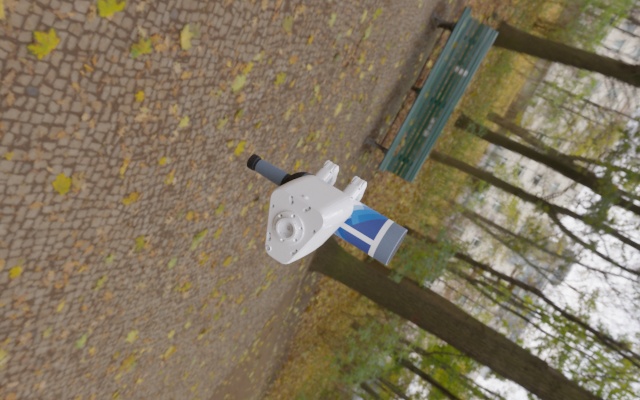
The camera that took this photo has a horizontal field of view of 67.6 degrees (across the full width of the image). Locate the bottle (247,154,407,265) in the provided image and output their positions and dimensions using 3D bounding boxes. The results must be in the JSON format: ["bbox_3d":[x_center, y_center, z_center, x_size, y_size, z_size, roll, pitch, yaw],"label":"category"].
[{"bbox_3d":[0.000,0.003,0.801,0.295,0.069,0.069,31,9,15],"label":"bottle"}]
